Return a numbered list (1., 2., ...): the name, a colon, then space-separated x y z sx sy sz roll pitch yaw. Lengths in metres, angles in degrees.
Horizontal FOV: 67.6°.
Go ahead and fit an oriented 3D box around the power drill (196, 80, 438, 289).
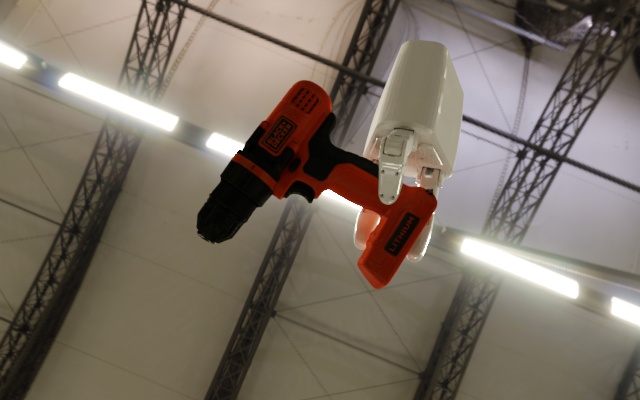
1. power drill: 0.001 0.002 0.457 0.187 0.184 0.057 35 -8 0
